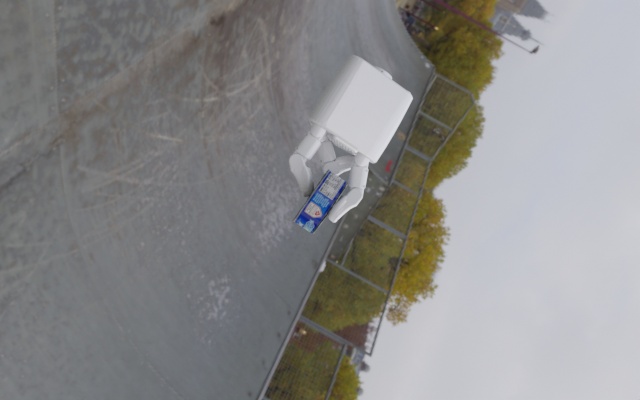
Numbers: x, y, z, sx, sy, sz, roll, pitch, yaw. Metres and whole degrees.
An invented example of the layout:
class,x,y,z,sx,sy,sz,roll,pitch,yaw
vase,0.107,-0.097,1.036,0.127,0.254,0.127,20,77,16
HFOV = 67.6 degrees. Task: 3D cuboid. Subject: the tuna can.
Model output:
class,x,y,z,sx,sy,sz,roll,pitch,yaw
tuna can,0.001,0.003,0.648,0.034,0.086,0.086,35,0,0
